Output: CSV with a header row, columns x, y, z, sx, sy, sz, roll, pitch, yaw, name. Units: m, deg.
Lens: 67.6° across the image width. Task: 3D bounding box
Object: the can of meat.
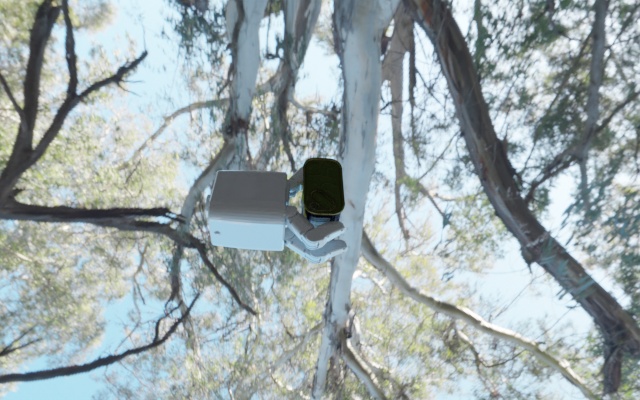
x,y,z,sx,sy,sz,roll,pitch,yaw,name
0.000,0.002,0.705,0.057,0.102,0.084,2,-37,-6,can of meat
